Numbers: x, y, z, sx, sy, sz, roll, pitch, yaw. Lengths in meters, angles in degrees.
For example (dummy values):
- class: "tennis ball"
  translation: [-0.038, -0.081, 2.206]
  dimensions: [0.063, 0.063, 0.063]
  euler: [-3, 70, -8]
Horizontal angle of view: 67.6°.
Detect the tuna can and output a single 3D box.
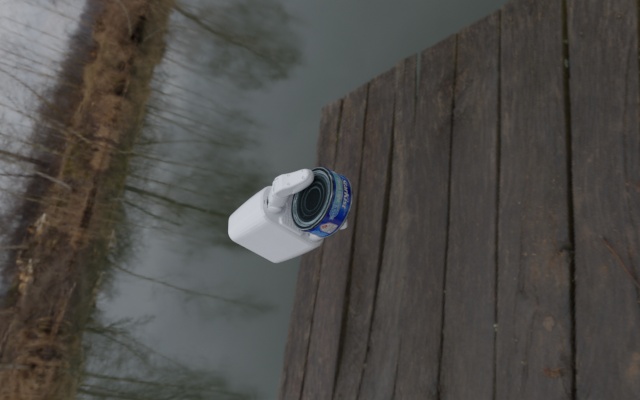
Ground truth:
- class: "tuna can"
  translation: [0.000, 0.002, 0.604]
  dimensions: [0.034, 0.086, 0.086]
  euler: [21, -13, -35]
